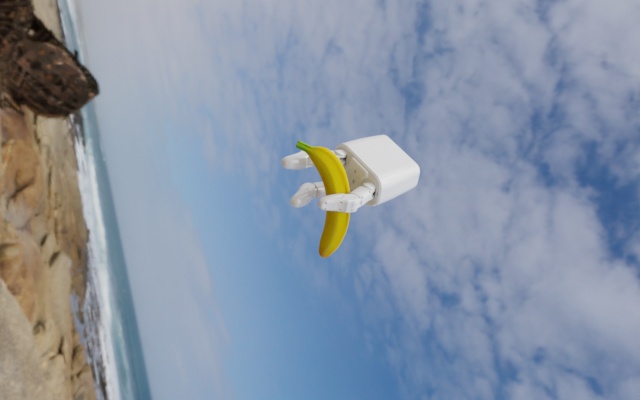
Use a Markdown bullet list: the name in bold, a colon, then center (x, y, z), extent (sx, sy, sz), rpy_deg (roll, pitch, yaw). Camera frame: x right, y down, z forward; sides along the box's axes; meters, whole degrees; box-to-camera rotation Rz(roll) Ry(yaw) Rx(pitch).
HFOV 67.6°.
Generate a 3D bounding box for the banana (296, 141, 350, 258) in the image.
- **banana**: center (0.015, 0.000, 0.743), extent (0.069, 0.198, 0.037), rpy_deg (1, 21, 33)
